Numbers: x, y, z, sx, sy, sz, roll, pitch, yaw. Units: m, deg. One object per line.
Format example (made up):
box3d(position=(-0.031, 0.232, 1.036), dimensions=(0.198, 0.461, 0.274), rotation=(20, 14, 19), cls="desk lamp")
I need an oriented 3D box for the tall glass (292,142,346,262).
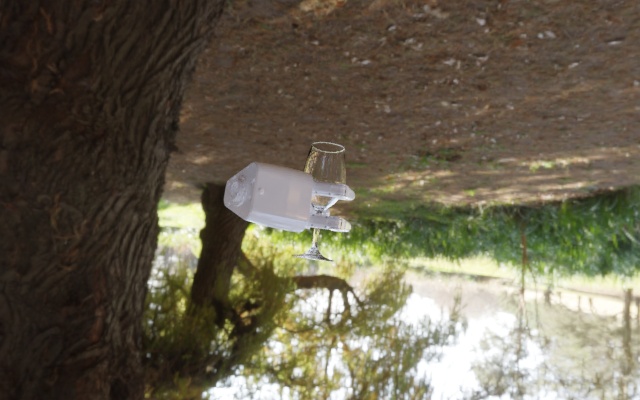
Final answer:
box3d(position=(0.000, 0.003, 0.833), dimensions=(0.079, 0.201, 0.079), rotation=(8, -7, 1), cls="tall glass")
